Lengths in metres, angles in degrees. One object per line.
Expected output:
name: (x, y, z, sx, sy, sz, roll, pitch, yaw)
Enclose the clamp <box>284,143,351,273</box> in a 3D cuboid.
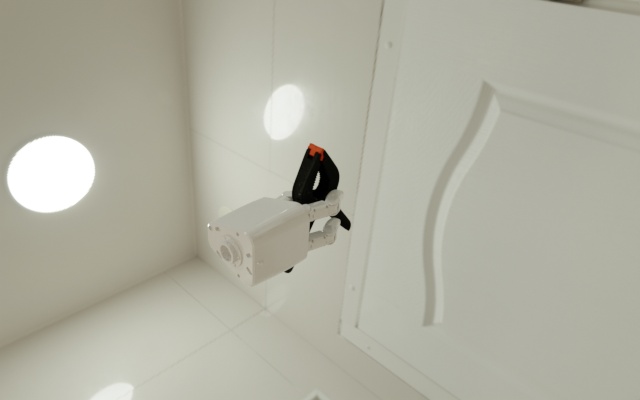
clamp: (-0.001, 0.002, 0.776, 0.036, 0.210, 0.164, 28, 37, 33)
